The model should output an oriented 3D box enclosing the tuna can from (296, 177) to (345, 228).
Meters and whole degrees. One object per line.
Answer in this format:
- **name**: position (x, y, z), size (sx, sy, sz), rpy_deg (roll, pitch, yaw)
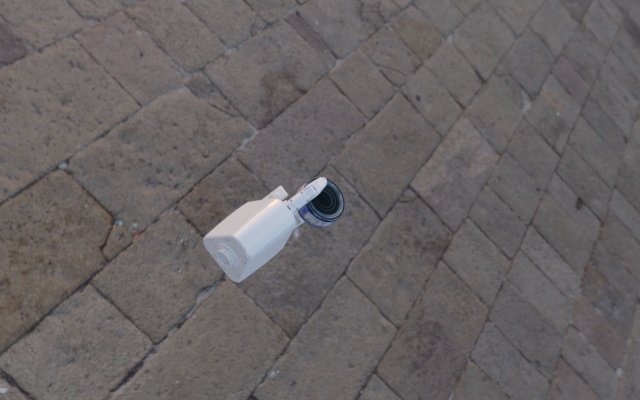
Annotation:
- **tuna can**: position (0.000, 0.002, 0.832), size (0.086, 0.086, 0.034), rpy_deg (0, -24, -35)
